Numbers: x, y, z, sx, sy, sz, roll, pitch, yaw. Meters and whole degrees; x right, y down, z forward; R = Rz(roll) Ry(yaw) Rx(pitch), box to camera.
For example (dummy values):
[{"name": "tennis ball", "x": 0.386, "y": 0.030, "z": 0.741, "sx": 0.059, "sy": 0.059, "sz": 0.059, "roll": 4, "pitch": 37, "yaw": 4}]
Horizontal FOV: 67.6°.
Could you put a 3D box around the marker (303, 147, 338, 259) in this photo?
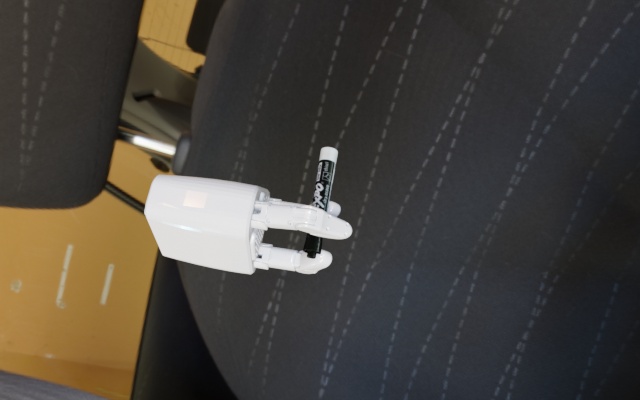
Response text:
[{"name": "marker", "x": 0.000, "y": 0.002, "z": 0.501, "sx": 0.020, "sy": 0.121, "sz": 0.020, "roll": 9, "pitch": -19, "yaw": 3}]
